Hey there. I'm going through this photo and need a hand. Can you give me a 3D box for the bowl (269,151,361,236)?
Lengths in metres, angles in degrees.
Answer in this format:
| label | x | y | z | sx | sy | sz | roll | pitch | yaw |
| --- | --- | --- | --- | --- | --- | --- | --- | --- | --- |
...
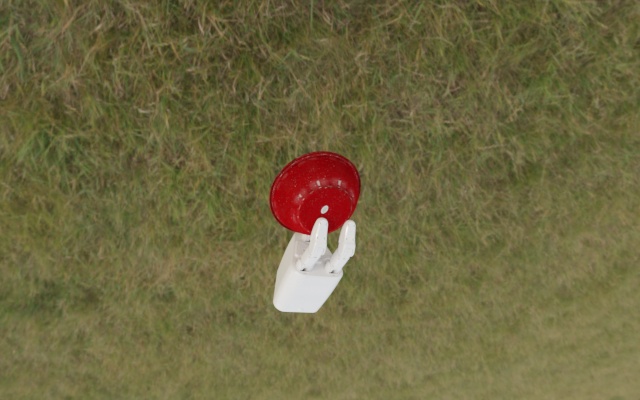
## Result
| label | x | y | z | sx | sy | sz | roll | pitch | yaw |
| --- | --- | --- | --- | --- | --- | --- | --- | --- | --- |
| bowl | 0.000 | 0.002 | 0.783 | 0.162 | 0.162 | 0.055 | 0 | 31 | -20 |
